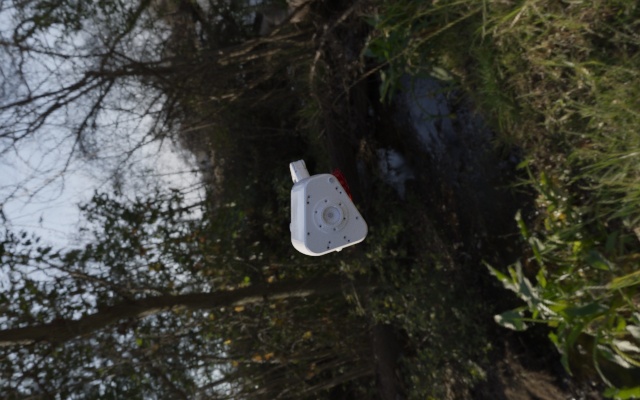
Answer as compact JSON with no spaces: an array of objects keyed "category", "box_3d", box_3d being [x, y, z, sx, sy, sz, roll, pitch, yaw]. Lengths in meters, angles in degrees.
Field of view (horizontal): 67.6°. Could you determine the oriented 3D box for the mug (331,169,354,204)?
[{"category":"mug","box_3d":[0.000,0.003,0.813,0.081,0.093,0.117,-16,1,-11]}]
